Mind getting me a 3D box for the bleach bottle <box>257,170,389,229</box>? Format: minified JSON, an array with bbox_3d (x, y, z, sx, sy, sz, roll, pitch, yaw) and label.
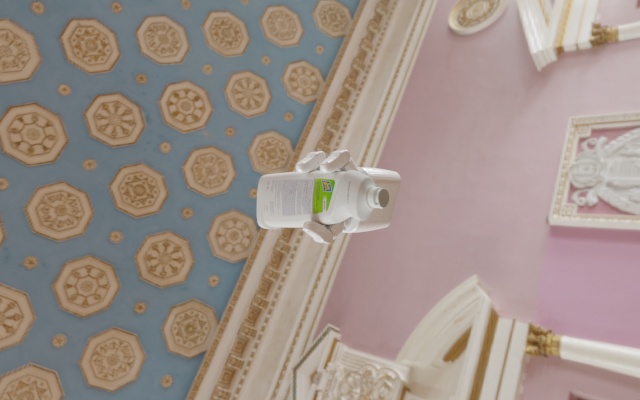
[{"bbox_3d":[0.000,0.002,0.778,0.251,0.102,0.068,2,1,43],"label":"bleach bottle"}]
